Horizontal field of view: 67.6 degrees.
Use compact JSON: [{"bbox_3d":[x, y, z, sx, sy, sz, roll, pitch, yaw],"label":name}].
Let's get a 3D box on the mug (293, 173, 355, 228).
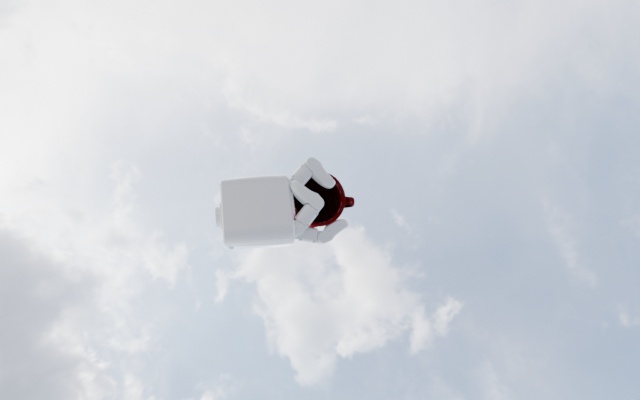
[{"bbox_3d":[0.002,0.003,0.821,0.117,0.093,0.081,-1,-9,-11],"label":"mug"}]
